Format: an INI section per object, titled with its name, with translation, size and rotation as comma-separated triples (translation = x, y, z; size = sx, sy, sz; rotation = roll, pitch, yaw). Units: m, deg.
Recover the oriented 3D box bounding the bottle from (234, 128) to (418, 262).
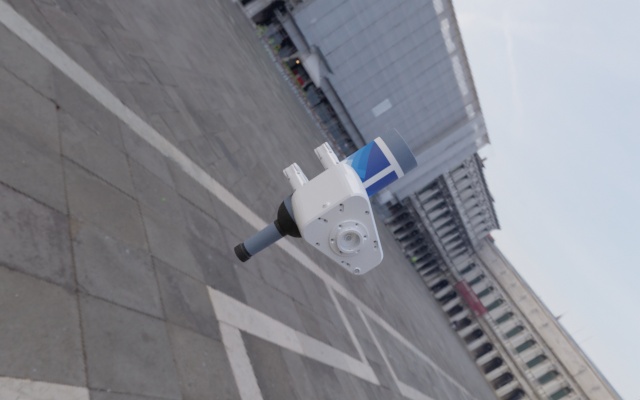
[bottle]
translation = 0.000, 0.002, 0.704
size = 0.296, 0.069, 0.069
rotation = -33, -4, 6
